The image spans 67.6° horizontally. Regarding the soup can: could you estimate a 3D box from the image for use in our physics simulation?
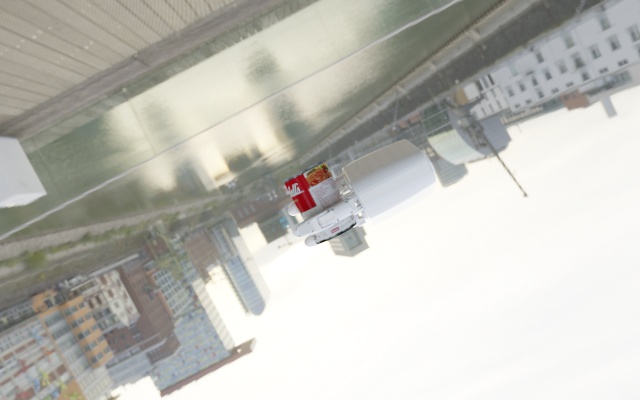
[{"bbox_3d":[0.000,0.003,0.677,0.068,0.102,0.068,-27,3,2],"label":"soup can"}]
